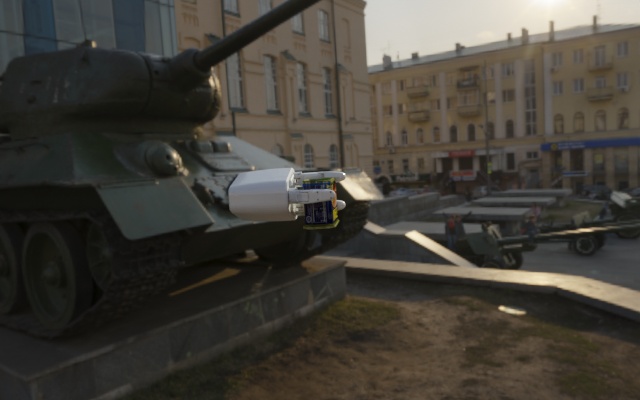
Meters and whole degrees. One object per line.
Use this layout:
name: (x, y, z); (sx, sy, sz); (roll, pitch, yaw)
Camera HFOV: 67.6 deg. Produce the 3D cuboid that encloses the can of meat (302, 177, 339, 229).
can of meat: (0.000, 0.002, 0.857); (0.057, 0.084, 0.102); (-3, 5, 8)
